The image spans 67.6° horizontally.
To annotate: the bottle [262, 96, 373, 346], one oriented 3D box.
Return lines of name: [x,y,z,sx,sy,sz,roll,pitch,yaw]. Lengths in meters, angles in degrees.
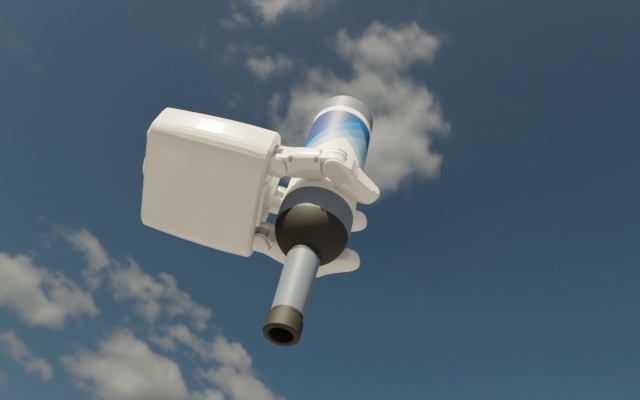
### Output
bottle: [0.000,0.001,0.445,0.069,0.069,0.295,0,40,14]
